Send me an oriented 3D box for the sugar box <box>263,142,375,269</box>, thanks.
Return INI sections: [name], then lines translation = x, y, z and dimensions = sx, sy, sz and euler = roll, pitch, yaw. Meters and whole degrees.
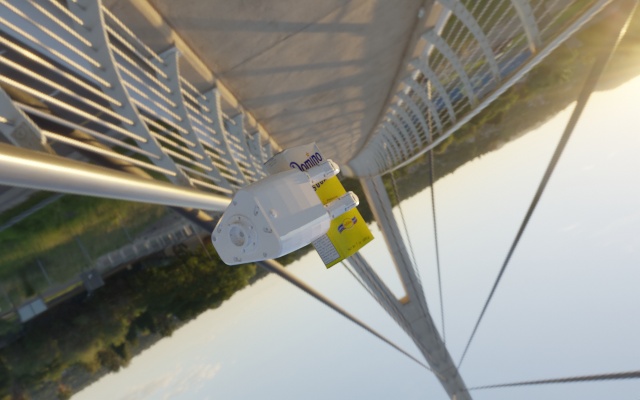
[sugar box]
translation = 0.000, 0.002, 0.697
dimensions = 0.048, 0.176, 0.093
euler = -33, -4, 36
